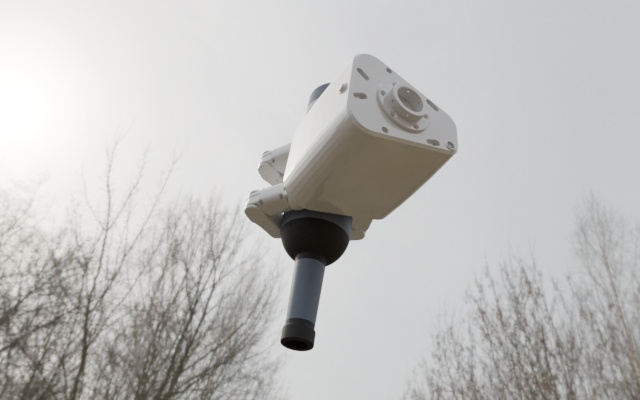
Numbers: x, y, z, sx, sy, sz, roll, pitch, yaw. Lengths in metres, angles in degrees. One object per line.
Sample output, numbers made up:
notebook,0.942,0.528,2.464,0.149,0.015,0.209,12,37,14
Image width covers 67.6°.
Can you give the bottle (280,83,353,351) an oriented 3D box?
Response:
bottle,0.000,0.001,0.472,0.069,0.295,0.069,6,-38,5
